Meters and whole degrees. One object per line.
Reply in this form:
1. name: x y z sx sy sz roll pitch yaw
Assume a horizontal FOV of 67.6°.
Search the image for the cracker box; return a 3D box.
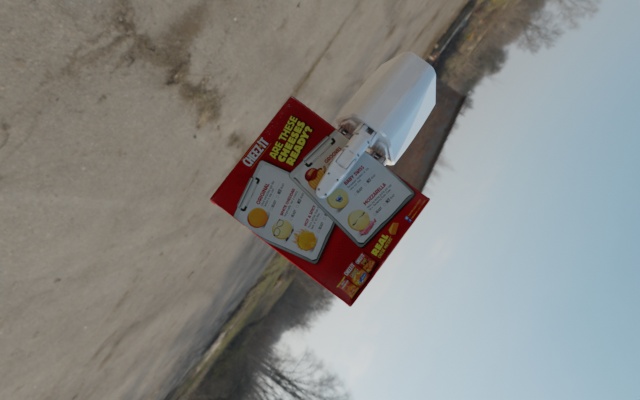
1. cracker box: 0.000 0.002 0.601 0.213 0.164 0.072 37 -6 3
